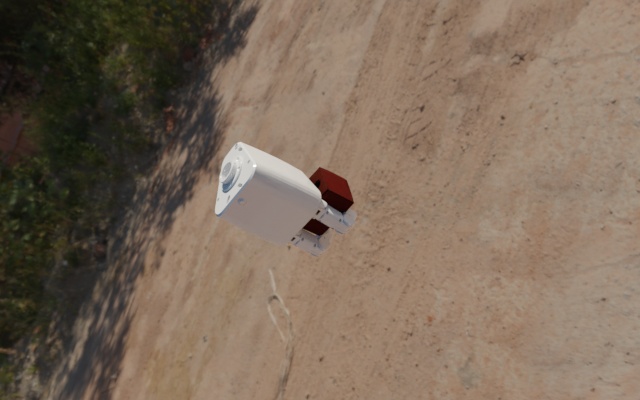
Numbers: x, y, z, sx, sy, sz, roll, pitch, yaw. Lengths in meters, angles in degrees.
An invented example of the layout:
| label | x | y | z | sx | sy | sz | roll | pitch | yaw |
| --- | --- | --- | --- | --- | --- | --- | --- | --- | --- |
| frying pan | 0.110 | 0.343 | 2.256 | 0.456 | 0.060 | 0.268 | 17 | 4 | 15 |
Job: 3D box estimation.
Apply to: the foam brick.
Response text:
| label | x | y | z | sx | sy | sz | roll | pitch | yaw |
| --- | --- | --- | --- | --- | --- | --- | --- | --- | --- |
| foam brick | 0.000 | 0.002 | 0.678 | 0.051 | 0.078 | 0.053 | 27 | 29 | -32 |
